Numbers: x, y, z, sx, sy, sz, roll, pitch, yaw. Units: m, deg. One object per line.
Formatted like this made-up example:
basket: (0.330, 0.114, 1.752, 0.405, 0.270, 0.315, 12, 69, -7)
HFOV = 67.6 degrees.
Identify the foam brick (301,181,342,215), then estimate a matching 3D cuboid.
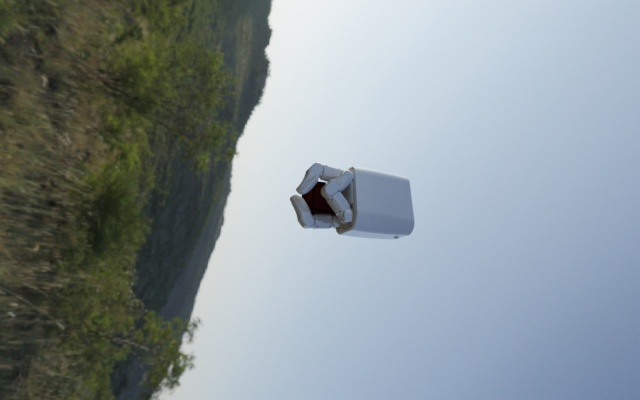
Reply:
foam brick: (0.000, 0.003, 0.822, 0.051, 0.053, 0.078, 8, -13, -16)
